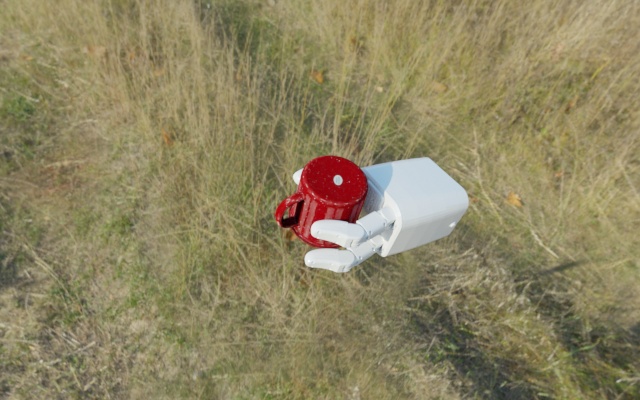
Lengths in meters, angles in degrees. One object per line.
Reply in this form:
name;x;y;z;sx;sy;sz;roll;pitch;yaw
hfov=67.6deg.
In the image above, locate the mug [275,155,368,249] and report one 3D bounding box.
mug;-0.001;0.002;0.580;0.117;0.093;0.082;-13;-35;-22
